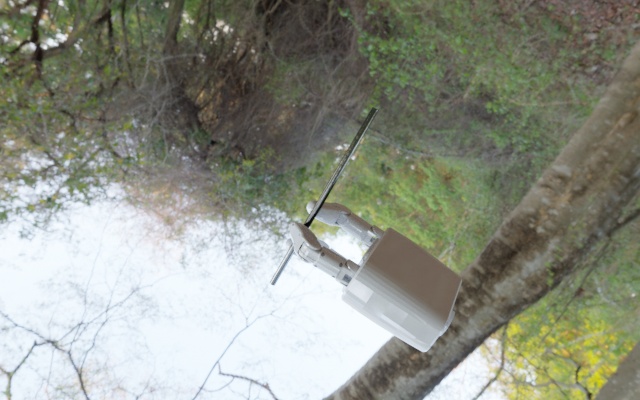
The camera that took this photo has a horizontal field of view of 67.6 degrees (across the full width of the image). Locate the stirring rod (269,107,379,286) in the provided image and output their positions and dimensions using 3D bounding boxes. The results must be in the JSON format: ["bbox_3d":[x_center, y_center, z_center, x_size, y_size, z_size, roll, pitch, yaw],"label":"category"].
[{"bbox_3d":[0.000,0.002,0.542,0.011,0.239,0.011,28,18,-9],"label":"stirring rod"}]
